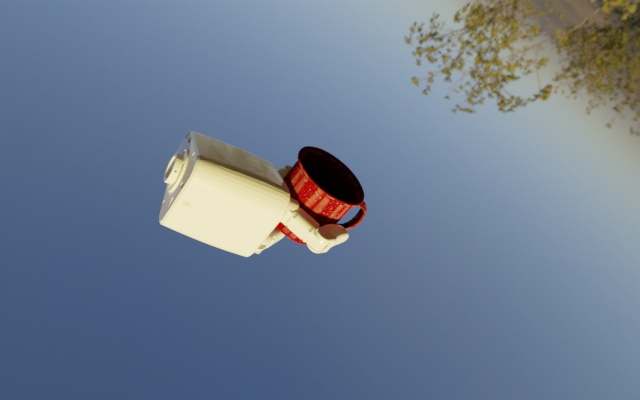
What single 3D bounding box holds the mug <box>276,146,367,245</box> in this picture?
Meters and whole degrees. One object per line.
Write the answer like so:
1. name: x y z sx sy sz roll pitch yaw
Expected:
1. mug: 0.001 0.002 0.567 0.117 0.081 0.093 25 33 -28
